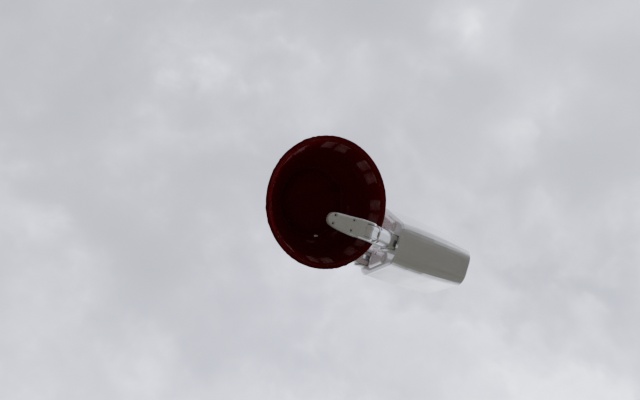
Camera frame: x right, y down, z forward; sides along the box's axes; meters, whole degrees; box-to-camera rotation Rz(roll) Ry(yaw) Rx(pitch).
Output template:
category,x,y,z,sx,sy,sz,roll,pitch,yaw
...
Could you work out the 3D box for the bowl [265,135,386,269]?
category,x,y,z,sx,sy,sz,roll,pitch,yaw
bowl,-0.001,0.001,0.596,0.162,0.162,0.055,0,1,-26
